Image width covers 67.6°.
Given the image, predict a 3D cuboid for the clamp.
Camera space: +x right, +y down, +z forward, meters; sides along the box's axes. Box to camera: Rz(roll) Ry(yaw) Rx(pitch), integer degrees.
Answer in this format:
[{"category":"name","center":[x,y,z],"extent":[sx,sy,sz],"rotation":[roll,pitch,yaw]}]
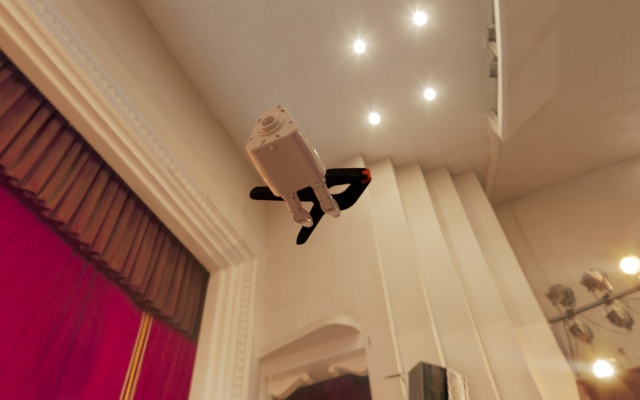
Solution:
[{"category":"clamp","center":[0.000,0.002,0.869],"extent":[0.210,0.036,0.165],"rotation":[-20,-47,14]}]
